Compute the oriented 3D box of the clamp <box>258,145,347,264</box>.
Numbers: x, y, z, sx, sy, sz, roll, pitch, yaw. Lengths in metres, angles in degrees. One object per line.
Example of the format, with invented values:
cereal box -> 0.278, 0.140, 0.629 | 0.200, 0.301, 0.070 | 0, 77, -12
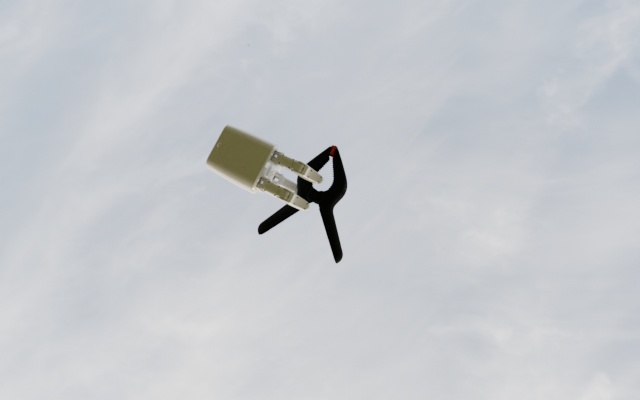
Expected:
clamp -> 0.000, 0.002, 0.880 | 0.164, 0.210, 0.036 | 27, -5, 8
